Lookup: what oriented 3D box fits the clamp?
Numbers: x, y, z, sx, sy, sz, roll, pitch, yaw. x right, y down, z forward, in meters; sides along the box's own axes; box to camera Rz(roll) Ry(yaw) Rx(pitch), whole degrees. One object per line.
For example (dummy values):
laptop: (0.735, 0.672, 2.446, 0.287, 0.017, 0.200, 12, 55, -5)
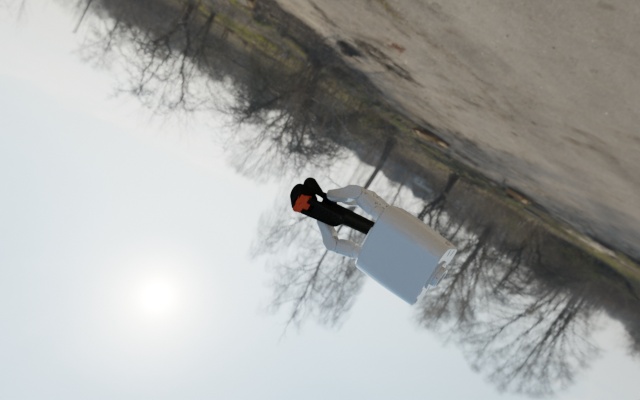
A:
clamp: (0.000, 0.003, 0.770, 0.164, 0.036, 0.210, 37, 10, 24)
